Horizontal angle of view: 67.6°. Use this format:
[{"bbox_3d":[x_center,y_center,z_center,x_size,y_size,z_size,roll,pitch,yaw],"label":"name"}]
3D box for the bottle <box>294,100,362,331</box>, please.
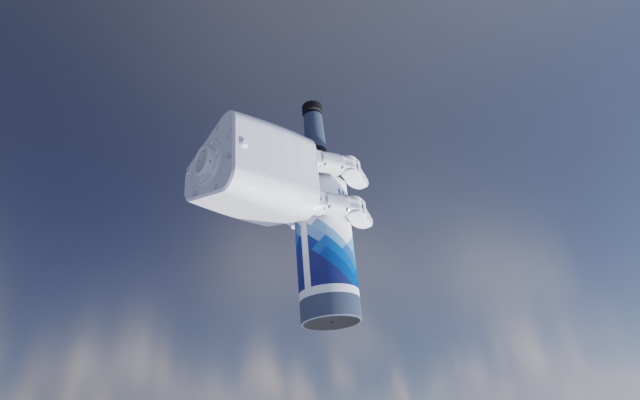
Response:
[{"bbox_3d":[0.000,0.002,0.578,0.069,0.295,0.069,-4,-28,-2],"label":"bottle"}]
